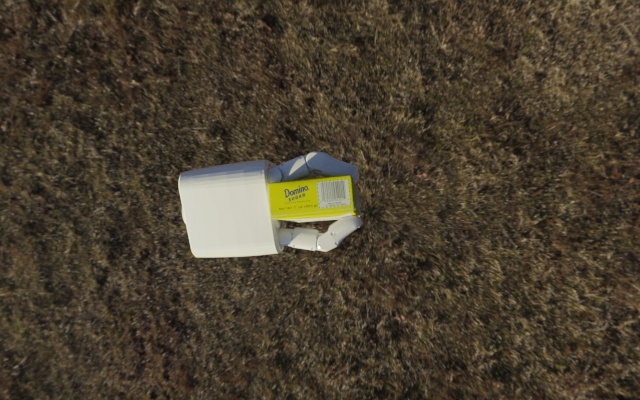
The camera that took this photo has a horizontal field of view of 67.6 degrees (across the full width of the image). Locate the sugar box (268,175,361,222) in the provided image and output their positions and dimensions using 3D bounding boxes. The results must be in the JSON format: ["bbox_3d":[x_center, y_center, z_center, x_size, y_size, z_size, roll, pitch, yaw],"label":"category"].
[{"bbox_3d":[0.000,0.001,0.587,0.093,0.048,0.176,-5,-2,6],"label":"sugar box"}]
